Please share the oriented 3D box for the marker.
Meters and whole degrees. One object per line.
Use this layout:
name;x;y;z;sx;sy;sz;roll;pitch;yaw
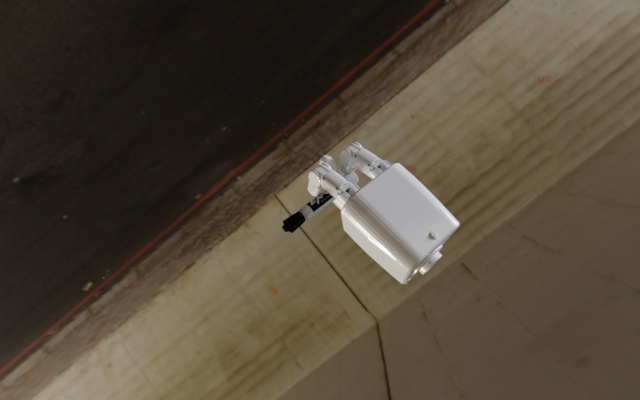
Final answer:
marker;0.000;0.002;0.606;0.121;0.020;0.020;-37;17;-23
